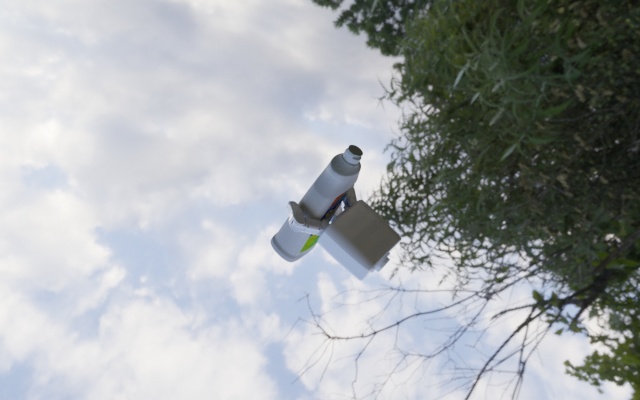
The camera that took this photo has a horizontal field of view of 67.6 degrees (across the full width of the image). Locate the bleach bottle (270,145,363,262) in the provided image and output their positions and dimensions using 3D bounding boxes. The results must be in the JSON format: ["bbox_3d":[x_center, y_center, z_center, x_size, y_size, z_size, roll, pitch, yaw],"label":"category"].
[{"bbox_3d":[0.000,0.003,0.863,0.102,0.068,0.251,-30,-21,-49],"label":"bleach bottle"}]
